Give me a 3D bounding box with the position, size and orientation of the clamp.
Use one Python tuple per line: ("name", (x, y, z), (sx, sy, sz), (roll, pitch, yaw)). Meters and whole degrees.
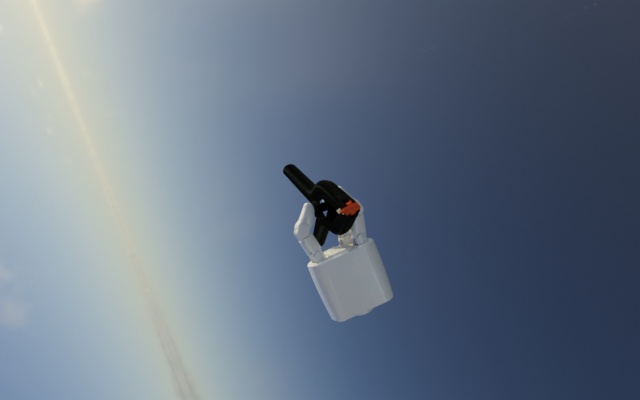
("clamp", (0.000, 0.003, 0.805), (0.036, 0.164, 0.210), (-26, 4, -22))
